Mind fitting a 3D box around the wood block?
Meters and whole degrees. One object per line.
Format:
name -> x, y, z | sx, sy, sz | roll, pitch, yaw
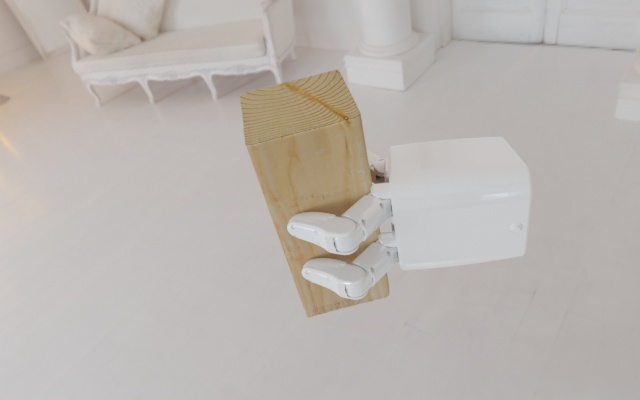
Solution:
wood block -> 0.000, 0.001, 0.441 | 0.090, 0.206, 0.090 | -15, 38, -1
